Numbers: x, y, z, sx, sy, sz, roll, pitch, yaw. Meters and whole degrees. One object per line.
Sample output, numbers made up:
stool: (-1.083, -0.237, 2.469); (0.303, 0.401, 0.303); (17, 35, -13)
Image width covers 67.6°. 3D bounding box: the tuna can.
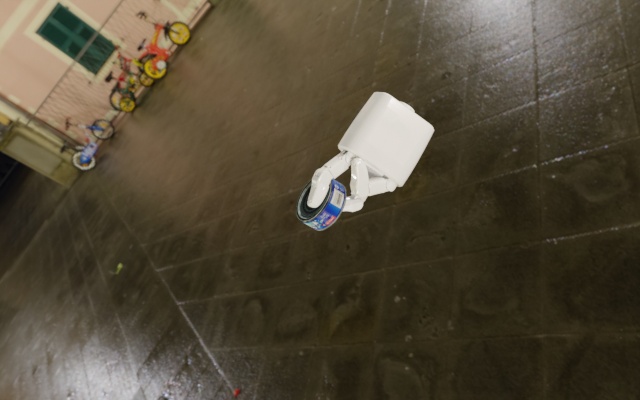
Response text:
tuna can: (0.000, 0.002, 0.761); (0.034, 0.086, 0.086); (30, -17, -32)
